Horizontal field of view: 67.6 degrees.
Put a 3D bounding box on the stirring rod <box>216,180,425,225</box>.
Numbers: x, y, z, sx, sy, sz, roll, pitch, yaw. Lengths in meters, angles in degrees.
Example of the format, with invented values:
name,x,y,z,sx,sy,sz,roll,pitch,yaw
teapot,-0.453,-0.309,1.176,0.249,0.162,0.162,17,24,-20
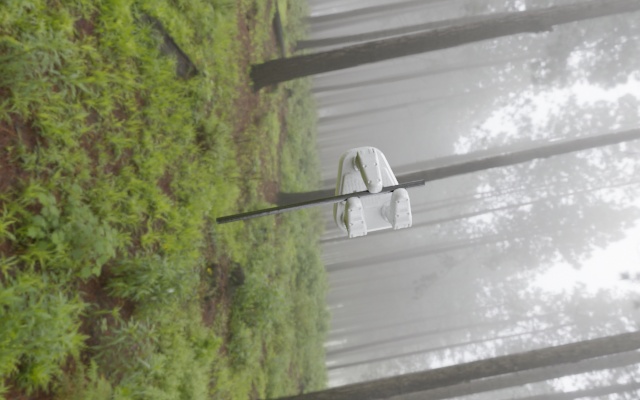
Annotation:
name,x,y,z,sx,sy,sz,roll,pitch,yaw
stirring rod,0.000,0.002,0.545,0.239,0.011,0.011,-10,0,0
